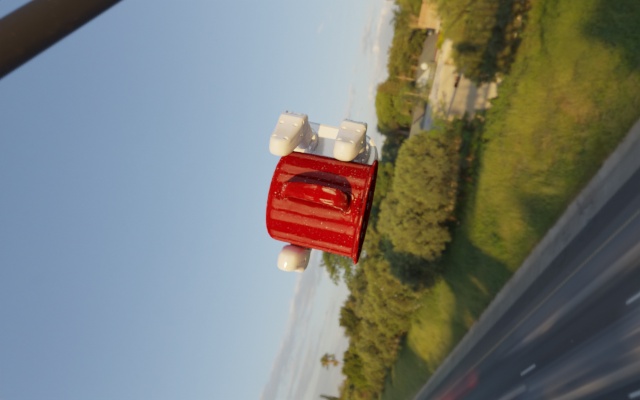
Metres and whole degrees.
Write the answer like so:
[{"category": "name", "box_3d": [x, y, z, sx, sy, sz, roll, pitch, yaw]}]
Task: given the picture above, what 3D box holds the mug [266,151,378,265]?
[{"category": "mug", "box_3d": [0.000, 0.001, 0.408, 0.081, 0.093, 0.117, 12, -3, 9]}]
